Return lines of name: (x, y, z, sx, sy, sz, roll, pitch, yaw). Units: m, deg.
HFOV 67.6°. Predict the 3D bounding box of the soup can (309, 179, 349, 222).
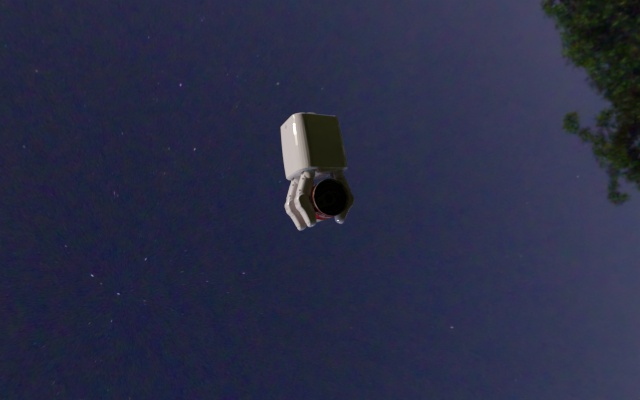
soup can: (0.000, 0.003, 0.890, 0.068, 0.068, 0.102, 0, -10, -23)
